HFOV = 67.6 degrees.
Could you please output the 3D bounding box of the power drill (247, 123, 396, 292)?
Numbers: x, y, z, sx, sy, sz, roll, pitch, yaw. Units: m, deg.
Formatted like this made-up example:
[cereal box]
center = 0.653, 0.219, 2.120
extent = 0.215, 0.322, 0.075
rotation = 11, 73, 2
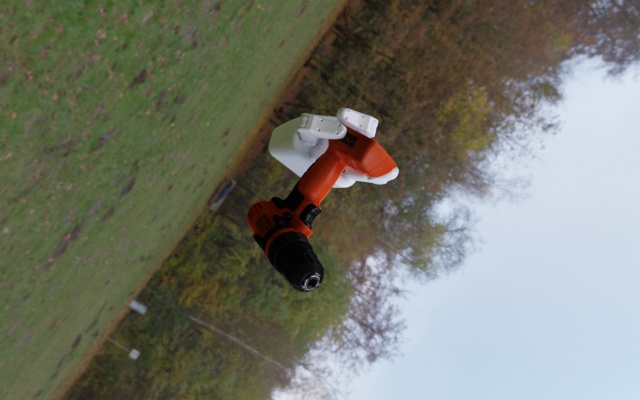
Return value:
[power drill]
center = 0.000, 0.001, 0.574
extent = 0.057, 0.187, 0.184
rotation = 44, -1, -36
